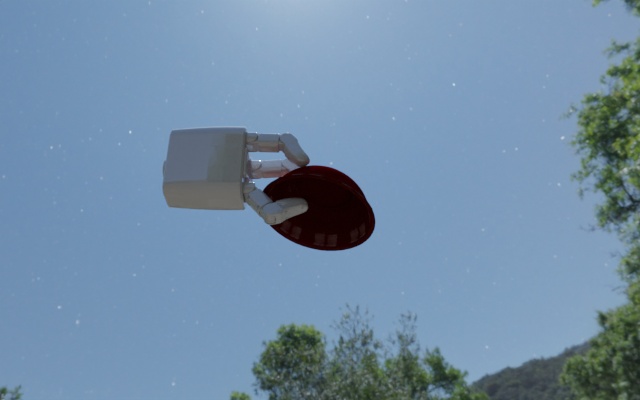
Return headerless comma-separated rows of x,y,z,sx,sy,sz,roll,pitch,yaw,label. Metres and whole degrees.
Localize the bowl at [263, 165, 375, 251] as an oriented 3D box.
0.001,0.002,0.668,0.162,0.055,0.162,9,-40,8,bowl
